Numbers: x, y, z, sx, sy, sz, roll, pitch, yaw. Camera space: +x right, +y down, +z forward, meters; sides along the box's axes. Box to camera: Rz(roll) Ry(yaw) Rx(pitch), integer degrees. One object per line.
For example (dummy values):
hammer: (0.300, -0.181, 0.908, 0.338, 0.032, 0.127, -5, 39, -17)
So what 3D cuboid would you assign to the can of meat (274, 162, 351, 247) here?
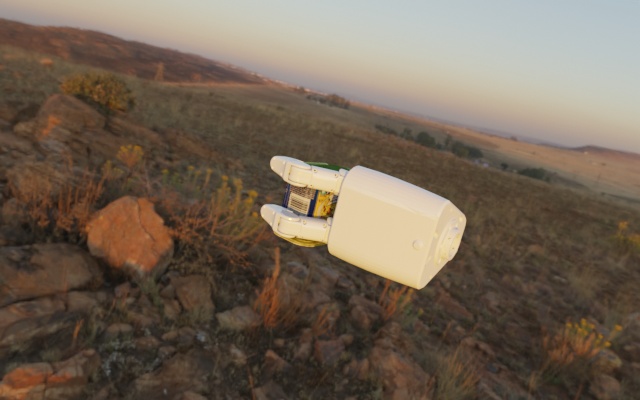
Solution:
can of meat: (0.000, 0.001, 0.561, 0.057, 0.084, 0.102, 23, 16, 33)
